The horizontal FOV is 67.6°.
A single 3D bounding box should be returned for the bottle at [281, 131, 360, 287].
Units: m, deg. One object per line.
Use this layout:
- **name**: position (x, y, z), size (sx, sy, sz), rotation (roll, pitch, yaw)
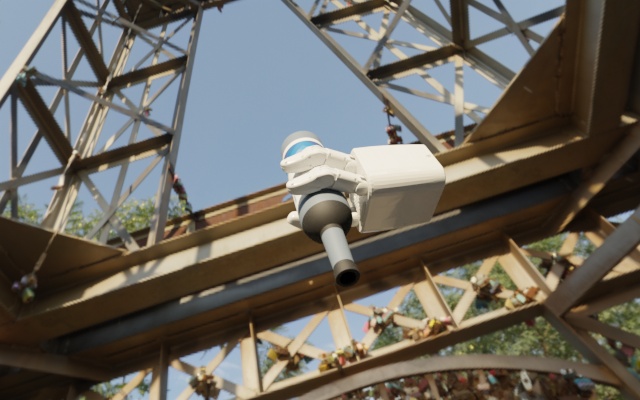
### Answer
- **bottle**: position (0.000, 0.002, 0.632), size (0.069, 0.069, 0.295), rotation (0, 34, -14)
